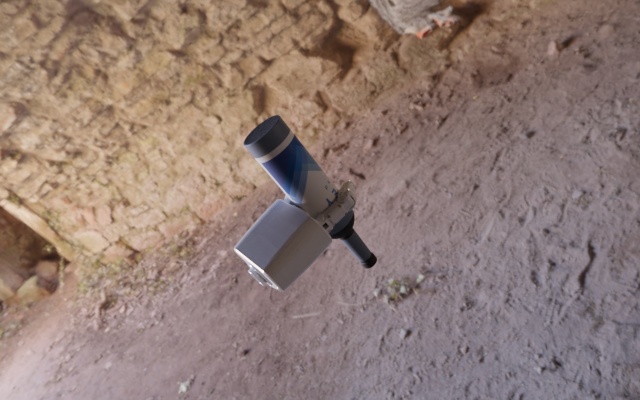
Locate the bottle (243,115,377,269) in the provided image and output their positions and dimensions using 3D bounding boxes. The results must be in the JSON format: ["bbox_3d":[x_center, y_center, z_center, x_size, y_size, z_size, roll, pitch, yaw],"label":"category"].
[{"bbox_3d":[0.000,0.002,0.741,0.069,0.069,0.296,0,-44,53],"label":"bottle"}]
